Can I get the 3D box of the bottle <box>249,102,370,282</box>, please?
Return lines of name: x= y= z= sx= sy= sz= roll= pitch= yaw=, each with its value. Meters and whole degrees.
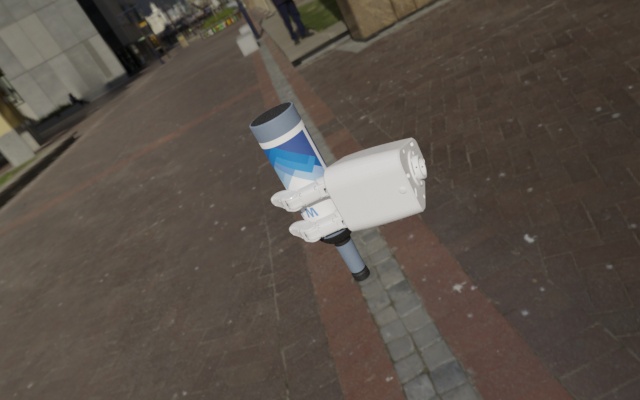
bottle: x=0.000 y=0.002 z=0.695 sx=0.069 sy=0.296 sz=0.069 roll=-24 pitch=25 yaw=12
